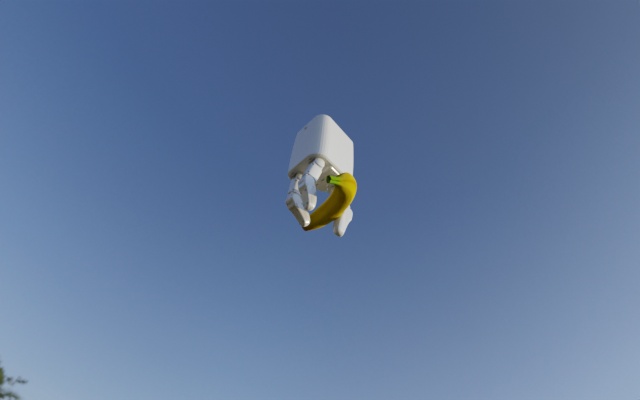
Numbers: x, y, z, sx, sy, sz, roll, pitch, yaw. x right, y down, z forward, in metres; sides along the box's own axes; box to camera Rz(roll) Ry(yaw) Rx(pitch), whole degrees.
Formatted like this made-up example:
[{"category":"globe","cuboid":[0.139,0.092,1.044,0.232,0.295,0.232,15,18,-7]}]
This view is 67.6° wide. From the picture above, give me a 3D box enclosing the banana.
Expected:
[{"category":"banana","cuboid":[0.019,0.001,0.814,0.069,0.037,0.198,-1,-28,-15]}]
